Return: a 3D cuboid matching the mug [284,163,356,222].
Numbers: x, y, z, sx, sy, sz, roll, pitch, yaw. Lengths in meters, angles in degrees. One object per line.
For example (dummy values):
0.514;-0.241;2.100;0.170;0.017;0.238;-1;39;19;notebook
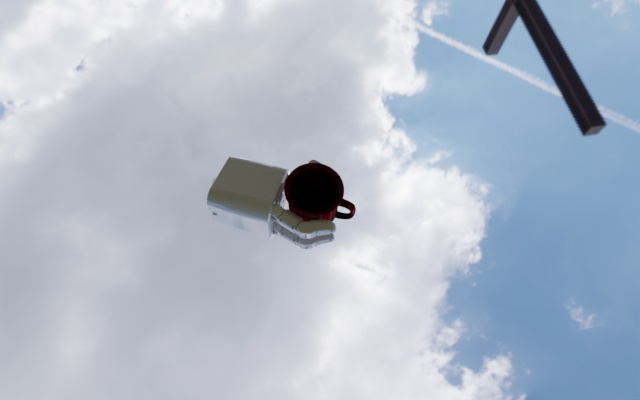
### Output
0.002;0.003;0.768;0.117;0.093;0.081;16;-25;5;mug
